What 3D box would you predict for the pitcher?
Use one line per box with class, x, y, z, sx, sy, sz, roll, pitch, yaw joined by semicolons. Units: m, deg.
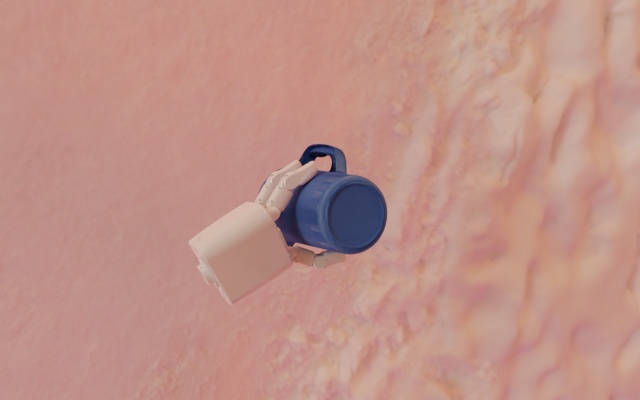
pitcher;0.000;0.003;0.743;0.145;0.149;0.243;-31;15;-20
